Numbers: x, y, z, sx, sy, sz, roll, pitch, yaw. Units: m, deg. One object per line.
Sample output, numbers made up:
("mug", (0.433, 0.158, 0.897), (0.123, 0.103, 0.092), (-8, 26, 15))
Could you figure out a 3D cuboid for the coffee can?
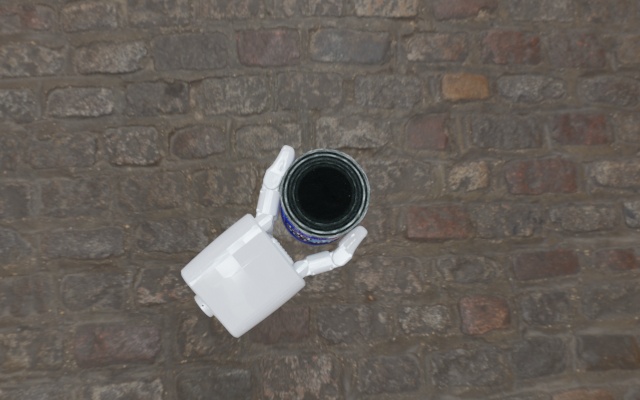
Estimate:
("coffee can", (0.000, 0.002, 0.601), (0.103, 0.103, 0.140), (0, -9, -4))
